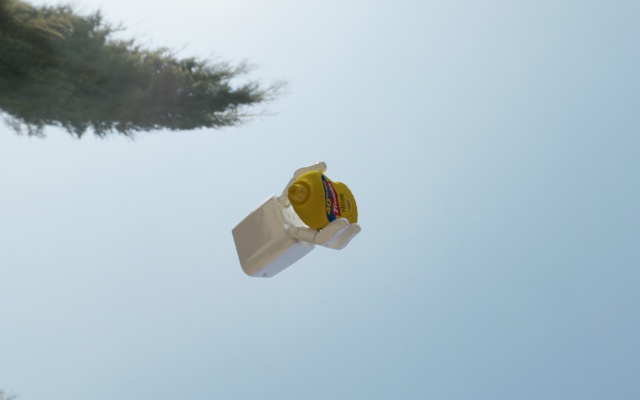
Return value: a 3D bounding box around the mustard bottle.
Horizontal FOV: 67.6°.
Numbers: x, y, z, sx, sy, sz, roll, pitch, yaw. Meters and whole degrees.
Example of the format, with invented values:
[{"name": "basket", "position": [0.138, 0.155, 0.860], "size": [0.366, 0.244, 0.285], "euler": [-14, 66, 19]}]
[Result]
[{"name": "mustard bottle", "position": [0.001, 0.002, 0.780], "size": [0.058, 0.096, 0.192], "euler": [-13, -16, 24]}]
